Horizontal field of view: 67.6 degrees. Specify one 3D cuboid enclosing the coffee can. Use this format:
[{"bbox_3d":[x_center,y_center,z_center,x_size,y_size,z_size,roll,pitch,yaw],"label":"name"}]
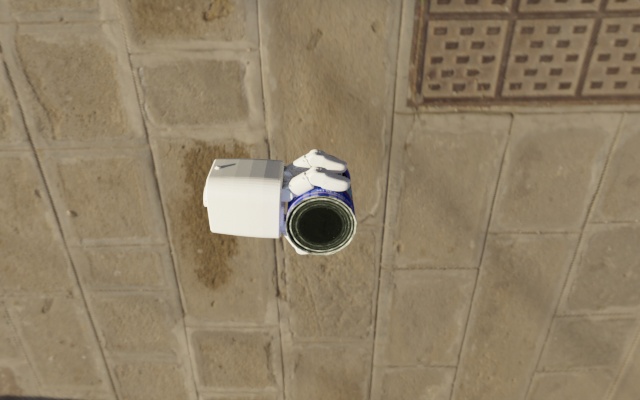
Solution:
[{"bbox_3d":[0.000,0.002,0.739,0.103,0.103,0.140,0,30,-1],"label":"coffee can"}]
